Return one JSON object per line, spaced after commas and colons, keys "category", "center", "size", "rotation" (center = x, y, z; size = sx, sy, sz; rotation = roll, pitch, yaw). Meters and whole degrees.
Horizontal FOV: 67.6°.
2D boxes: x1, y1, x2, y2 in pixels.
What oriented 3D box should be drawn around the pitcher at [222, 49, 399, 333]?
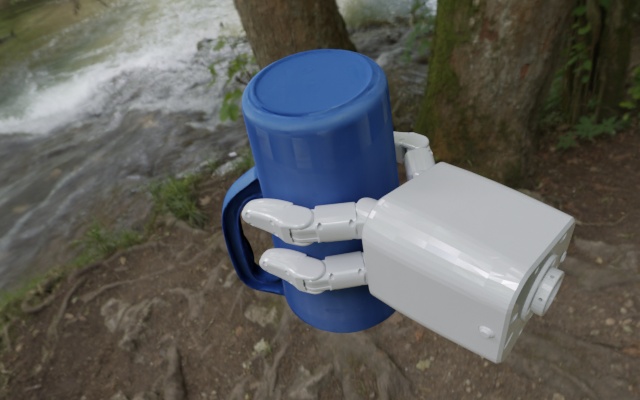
{"category": "pitcher", "center": [0.000, 0.001, 0.424], "size": [0.145, 0.243, 0.149], "rotation": [28, 56, 34]}
